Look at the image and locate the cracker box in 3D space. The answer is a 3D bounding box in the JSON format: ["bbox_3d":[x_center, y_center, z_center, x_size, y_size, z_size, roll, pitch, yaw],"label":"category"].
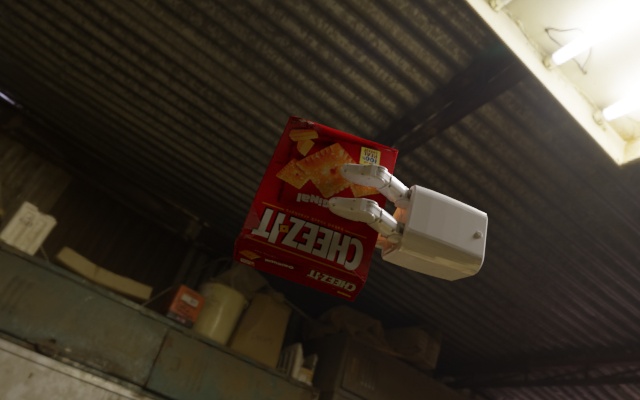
[{"bbox_3d":[0.000,0.002,0.636,0.164,0.213,0.072,19,-33,0],"label":"cracker box"}]
